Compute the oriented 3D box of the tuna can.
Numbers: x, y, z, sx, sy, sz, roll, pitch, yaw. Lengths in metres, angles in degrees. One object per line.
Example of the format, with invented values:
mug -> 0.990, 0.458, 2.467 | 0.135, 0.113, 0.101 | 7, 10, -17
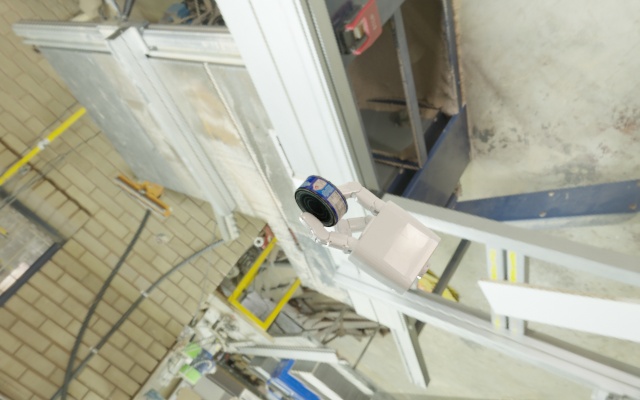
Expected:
tuna can -> 0.000, 0.003, 0.760 | 0.086, 0.086, 0.033 | 0, 41, 53
